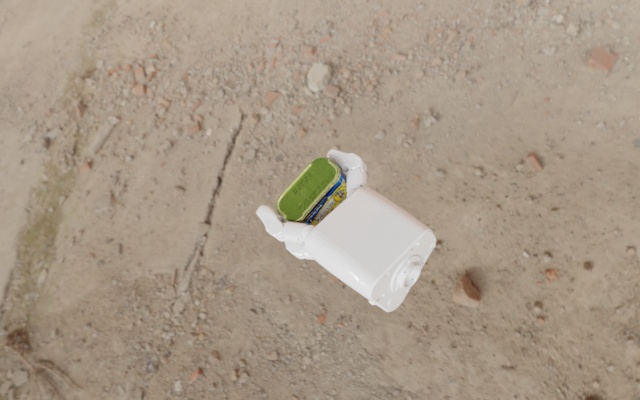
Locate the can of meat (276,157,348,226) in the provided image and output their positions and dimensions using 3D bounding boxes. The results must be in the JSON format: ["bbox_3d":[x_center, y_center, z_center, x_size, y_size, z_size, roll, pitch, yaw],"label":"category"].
[{"bbox_3d":[0.000,0.002,0.638,0.057,0.102,0.084,40,-3,37],"label":"can of meat"}]
